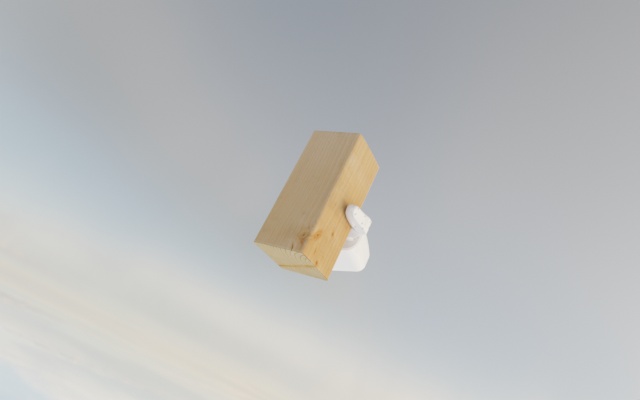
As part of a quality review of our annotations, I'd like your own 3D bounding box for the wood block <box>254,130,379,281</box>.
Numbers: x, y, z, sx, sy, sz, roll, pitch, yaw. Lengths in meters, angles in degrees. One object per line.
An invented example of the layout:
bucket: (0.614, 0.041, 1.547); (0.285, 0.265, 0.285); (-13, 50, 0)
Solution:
wood block: (0.000, 0.003, 0.721); (0.091, 0.206, 0.090); (9, -28, 34)
